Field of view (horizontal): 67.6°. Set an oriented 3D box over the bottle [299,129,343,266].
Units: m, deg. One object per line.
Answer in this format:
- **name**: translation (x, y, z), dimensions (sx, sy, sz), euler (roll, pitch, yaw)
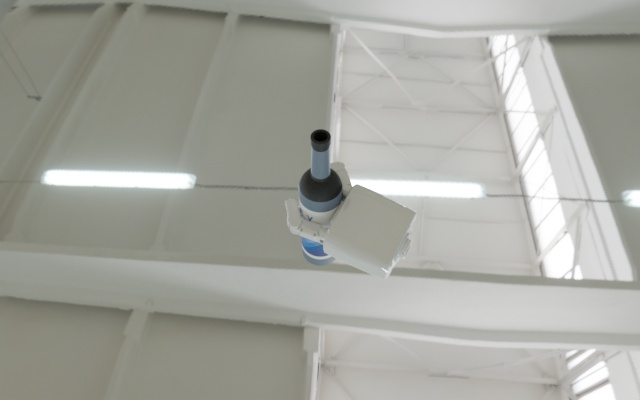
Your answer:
- **bottle**: translation (0.000, 0.003, 0.750), dimensions (0.069, 0.069, 0.296), euler (0, -36, 0)
